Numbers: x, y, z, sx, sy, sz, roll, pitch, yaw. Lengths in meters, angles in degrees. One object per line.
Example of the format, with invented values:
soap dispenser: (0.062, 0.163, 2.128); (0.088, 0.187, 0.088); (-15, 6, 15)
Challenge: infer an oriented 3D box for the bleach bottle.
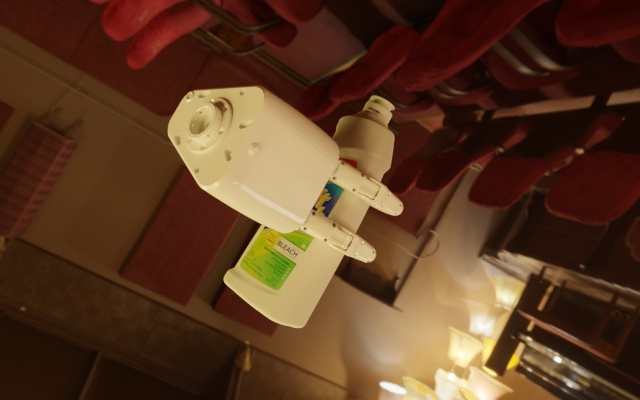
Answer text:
bleach bottle: (0.000, 0.002, 0.510); (0.102, 0.251, 0.068); (27, -3, 39)
